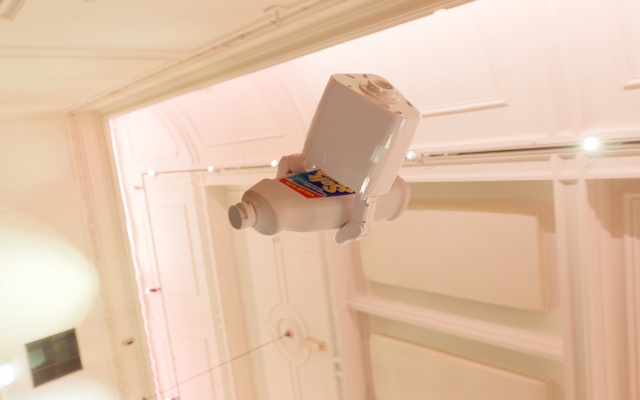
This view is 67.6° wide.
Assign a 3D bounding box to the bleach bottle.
[{"bbox_3d":[0.000,0.002,0.617,0.251,0.068,0.102,-14,45,-41],"label":"bleach bottle"}]
